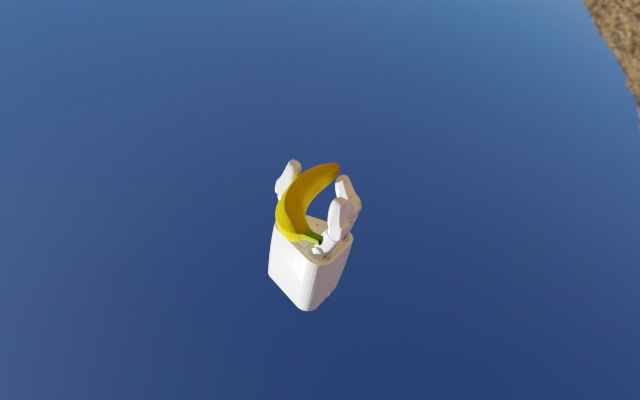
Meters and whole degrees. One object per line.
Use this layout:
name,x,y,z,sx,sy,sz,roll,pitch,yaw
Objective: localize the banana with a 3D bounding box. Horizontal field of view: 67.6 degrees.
banana,-0.019,0.000,0.631,0.069,0.037,0.197,11,33,2
